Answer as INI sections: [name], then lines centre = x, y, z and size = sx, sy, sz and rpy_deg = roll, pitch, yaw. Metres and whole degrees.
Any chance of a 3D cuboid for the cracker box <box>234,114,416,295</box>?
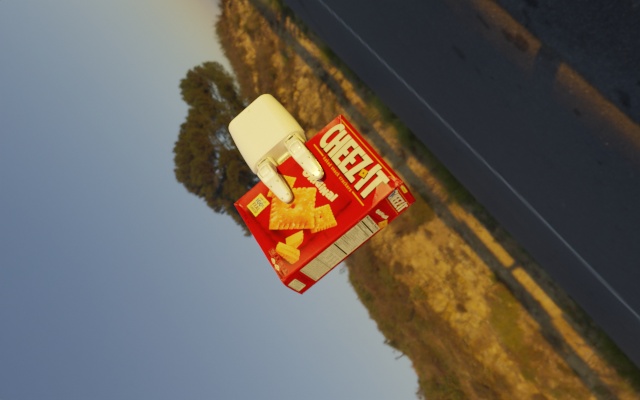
[cracker box]
centre = 0.000, 0.002, 0.691
size = 0.214, 0.164, 0.072
rpy_deg = -40, -35, 5
